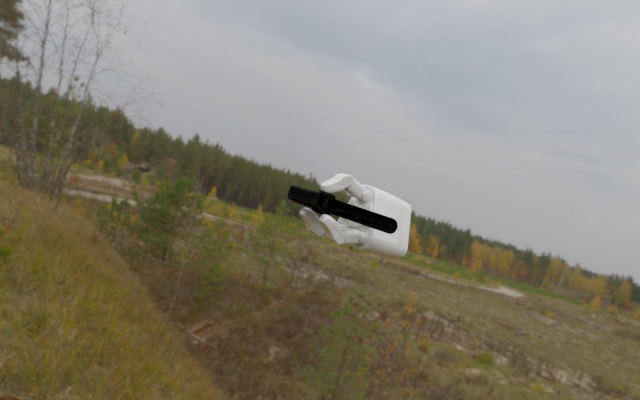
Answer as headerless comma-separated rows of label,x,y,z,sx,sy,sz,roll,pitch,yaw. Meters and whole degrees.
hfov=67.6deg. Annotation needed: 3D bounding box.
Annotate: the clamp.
clamp,0.000,0.002,0.767,0.164,0.036,0.210,21,-2,-39
